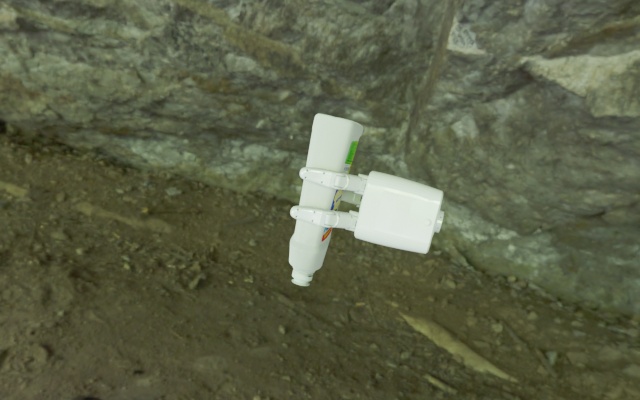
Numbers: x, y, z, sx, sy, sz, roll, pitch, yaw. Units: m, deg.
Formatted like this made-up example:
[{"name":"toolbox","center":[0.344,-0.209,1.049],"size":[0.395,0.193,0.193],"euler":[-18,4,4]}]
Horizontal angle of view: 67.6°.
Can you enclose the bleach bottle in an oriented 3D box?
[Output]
[{"name":"bleach bottle","center":[0.000,0.002,0.713],"size":[0.068,0.251,0.102],"euler":[15,8,11]}]
